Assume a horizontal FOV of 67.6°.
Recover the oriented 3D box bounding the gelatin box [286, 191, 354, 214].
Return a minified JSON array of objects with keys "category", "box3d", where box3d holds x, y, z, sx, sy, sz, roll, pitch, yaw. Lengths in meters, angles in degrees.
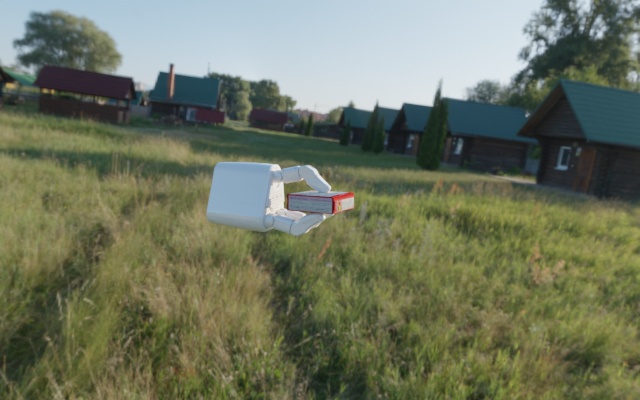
[{"category":"gelatin box","box3d":[0.000,0.002,0.778,0.089,0.030,0.073,3,7,30]}]
